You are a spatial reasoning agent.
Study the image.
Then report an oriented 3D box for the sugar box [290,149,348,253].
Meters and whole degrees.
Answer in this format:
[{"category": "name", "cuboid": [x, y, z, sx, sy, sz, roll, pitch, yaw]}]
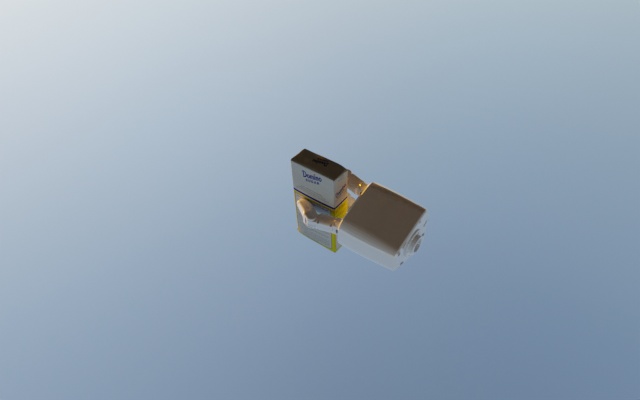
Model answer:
[{"category": "sugar box", "cuboid": [0.001, 0.003, 0.831, 0.093, 0.176, 0.048, 28, 49, 27]}]
